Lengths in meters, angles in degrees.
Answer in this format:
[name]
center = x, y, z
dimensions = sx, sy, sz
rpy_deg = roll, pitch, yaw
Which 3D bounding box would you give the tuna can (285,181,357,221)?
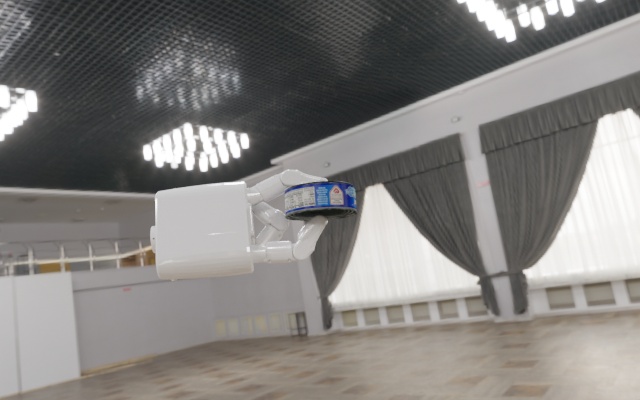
[tuna can]
center = 0.000, 0.001, 0.569
dimensions = 0.086, 0.033, 0.086
rpy_deg = -4, -10, -1
